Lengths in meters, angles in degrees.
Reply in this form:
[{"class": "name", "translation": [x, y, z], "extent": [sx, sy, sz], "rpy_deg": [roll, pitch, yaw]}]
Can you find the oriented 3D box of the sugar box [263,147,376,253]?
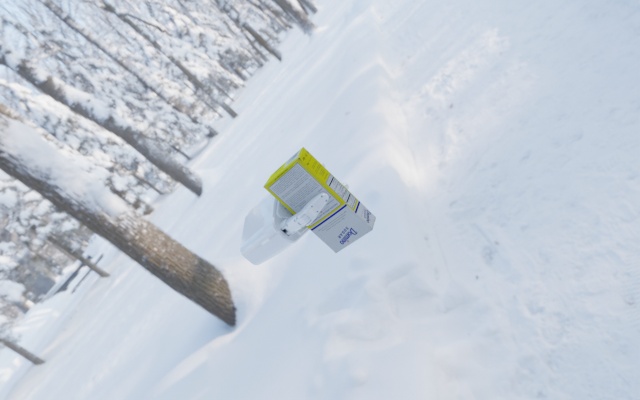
[{"class": "sugar box", "translation": [0.000, 0.002, 0.809], "extent": [0.093, 0.176, 0.048], "rpy_deg": [-36, 20, 34]}]
